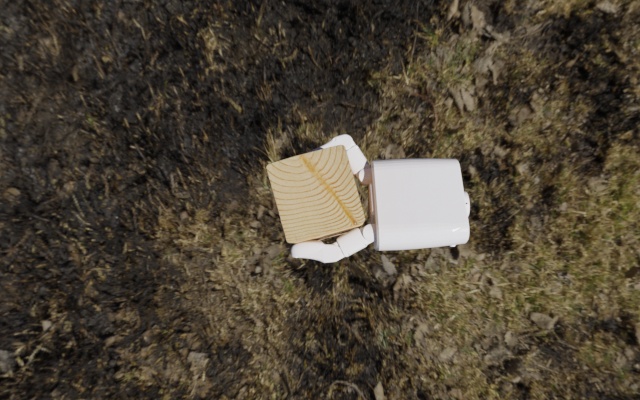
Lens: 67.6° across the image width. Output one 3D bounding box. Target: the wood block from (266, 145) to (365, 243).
[{"bbox_3d":[0.000,0.002,0.611,0.090,0.091,0.206,-15,-6,1],"label":"wood block"}]
